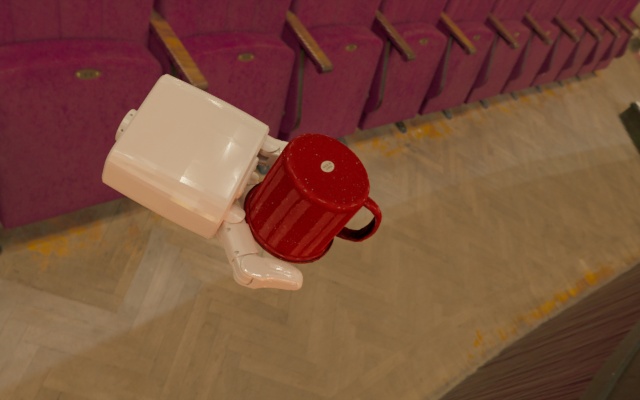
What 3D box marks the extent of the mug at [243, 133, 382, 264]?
[{"bbox_3d":[0.001,0.002,0.421,0.117,0.093,0.081,28,-44,-12],"label":"mug"}]
